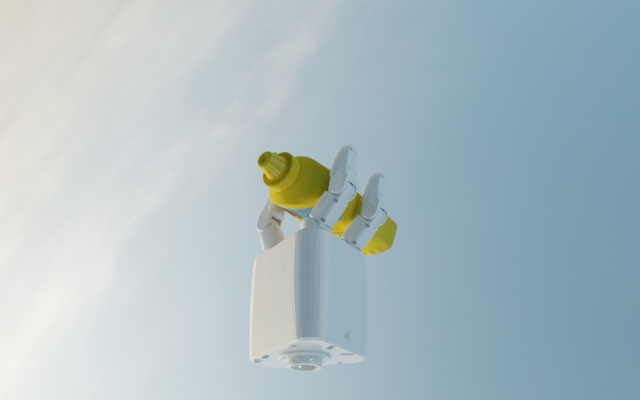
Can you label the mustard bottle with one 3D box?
[{"bbox_3d":[0.000,0.002,0.532,0.096,0.058,0.192,5,-22,42],"label":"mustard bottle"}]
